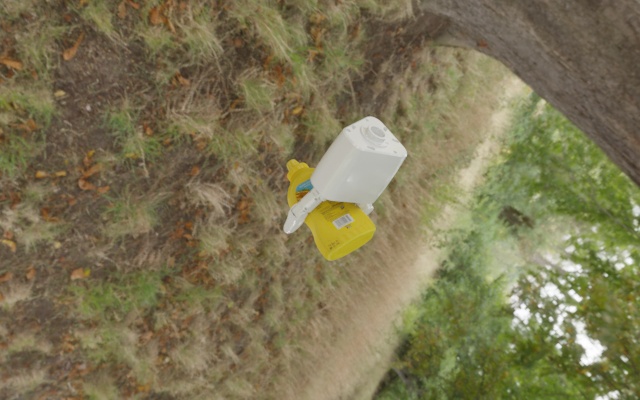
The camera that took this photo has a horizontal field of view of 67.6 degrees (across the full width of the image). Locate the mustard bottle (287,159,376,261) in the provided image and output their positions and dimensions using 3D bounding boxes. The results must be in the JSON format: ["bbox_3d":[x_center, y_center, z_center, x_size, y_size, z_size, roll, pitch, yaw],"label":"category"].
[{"bbox_3d":[0.000,0.003,0.800,0.096,0.191,0.058,-27,-26,-22],"label":"mustard bottle"}]
